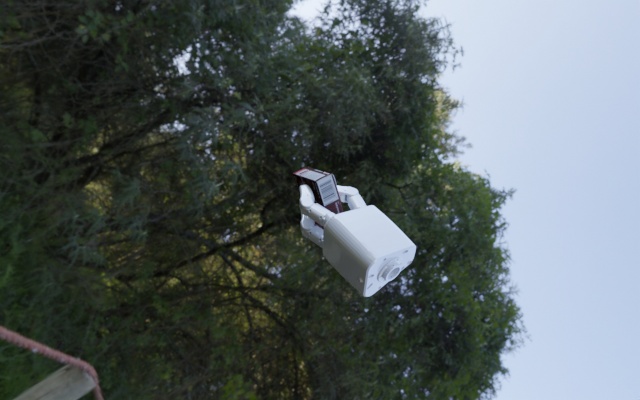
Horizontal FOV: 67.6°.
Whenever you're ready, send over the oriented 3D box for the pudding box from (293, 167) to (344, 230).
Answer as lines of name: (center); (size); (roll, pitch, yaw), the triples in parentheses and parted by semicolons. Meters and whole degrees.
pudding box: (0.000, 0.003, 0.838); (0.039, 0.113, 0.090); (-25, 22, -24)
